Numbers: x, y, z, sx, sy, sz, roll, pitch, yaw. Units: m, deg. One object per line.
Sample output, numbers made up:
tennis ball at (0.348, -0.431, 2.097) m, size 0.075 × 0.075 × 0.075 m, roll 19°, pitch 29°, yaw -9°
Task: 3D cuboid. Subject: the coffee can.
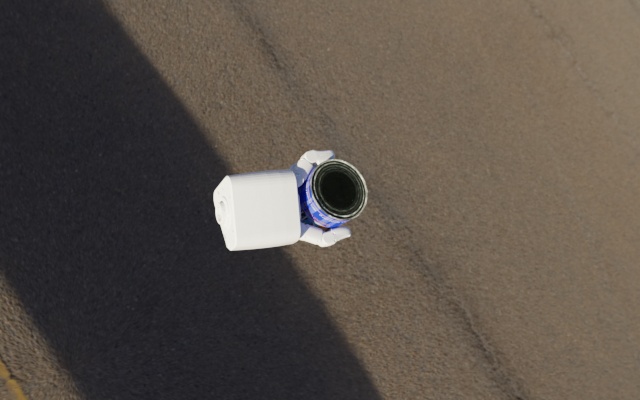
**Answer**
coffee can at (0.000, 0.003, 0.807) m, size 0.103 × 0.102 × 0.140 m, roll 0°, pitch -18°, yaw -28°
